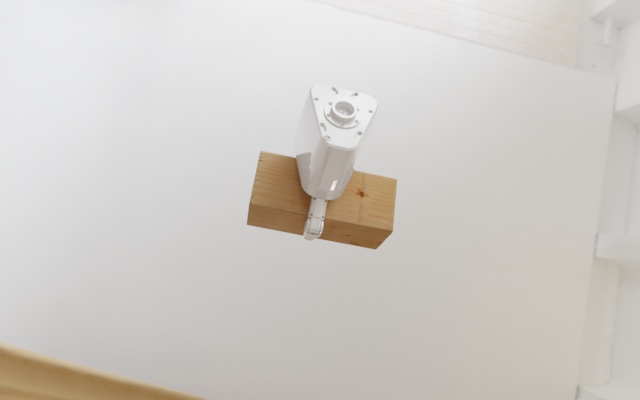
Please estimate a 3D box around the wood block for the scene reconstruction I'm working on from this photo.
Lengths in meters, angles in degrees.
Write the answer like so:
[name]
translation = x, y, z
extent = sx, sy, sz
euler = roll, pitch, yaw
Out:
[wood block]
translation = 0.000, 0.003, 0.719
extent = 0.206, 0.090, 0.090
euler = 12, -24, -6
